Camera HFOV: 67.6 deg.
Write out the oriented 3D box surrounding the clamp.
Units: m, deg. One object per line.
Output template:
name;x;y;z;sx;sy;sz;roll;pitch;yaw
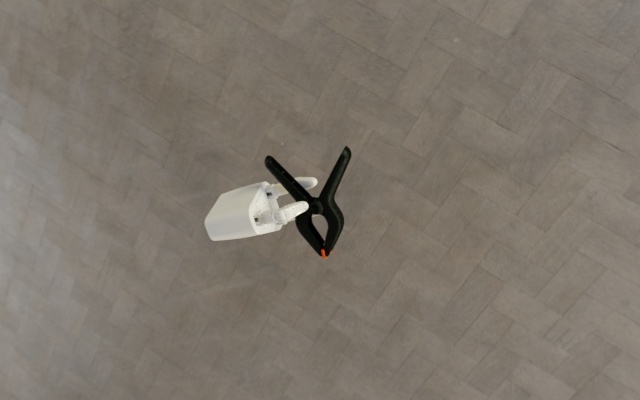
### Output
clamp;0.000;0.004;0.859;0.164;0.210;0.036;-11;15;26
